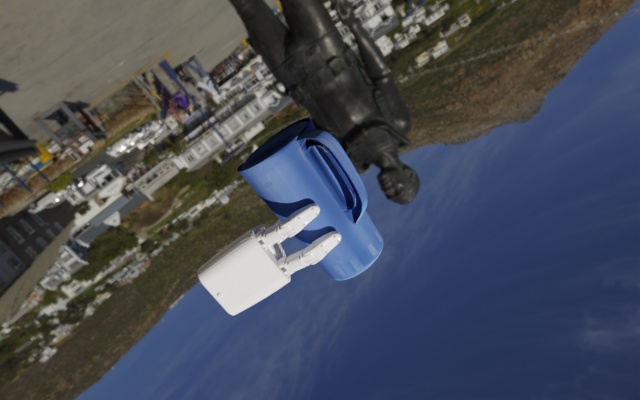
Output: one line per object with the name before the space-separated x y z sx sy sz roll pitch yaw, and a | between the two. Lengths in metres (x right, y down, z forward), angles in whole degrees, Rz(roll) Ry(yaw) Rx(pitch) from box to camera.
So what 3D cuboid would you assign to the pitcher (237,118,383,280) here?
pitcher | 0.000 0.002 0.734 0.145 0.243 0.149 -35 18 4
